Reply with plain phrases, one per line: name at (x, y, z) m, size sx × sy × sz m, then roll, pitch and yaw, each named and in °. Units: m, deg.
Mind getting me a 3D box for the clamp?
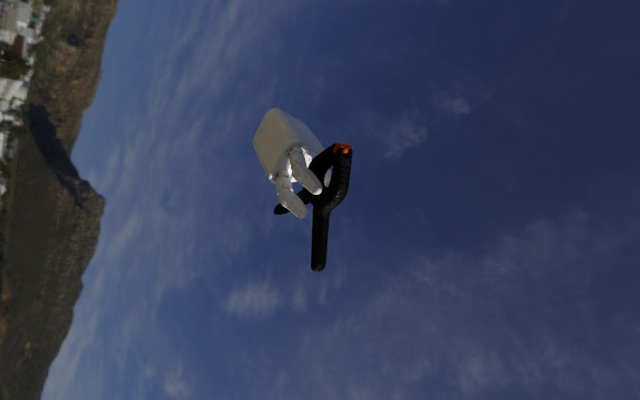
clamp at (0.001, 0.002, 0.790) m, size 0.036 × 0.210 × 0.164 m, roll 2°, pitch 43°, yaw -40°
